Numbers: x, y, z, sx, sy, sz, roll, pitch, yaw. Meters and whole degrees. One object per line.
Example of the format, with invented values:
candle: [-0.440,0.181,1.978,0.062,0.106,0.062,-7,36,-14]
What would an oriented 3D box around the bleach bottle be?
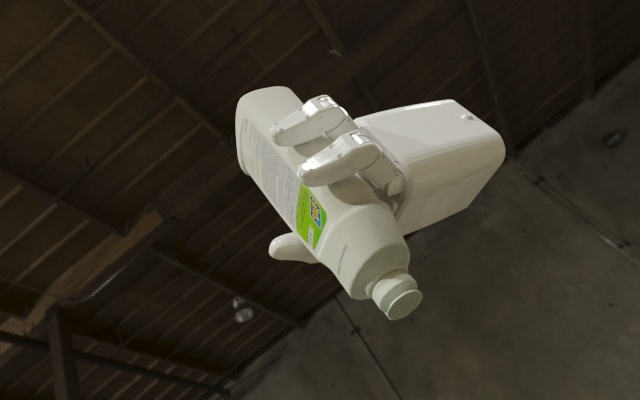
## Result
bleach bottle: [0.000,0.001,0.408,0.068,0.103,0.250,-17,46,-21]
